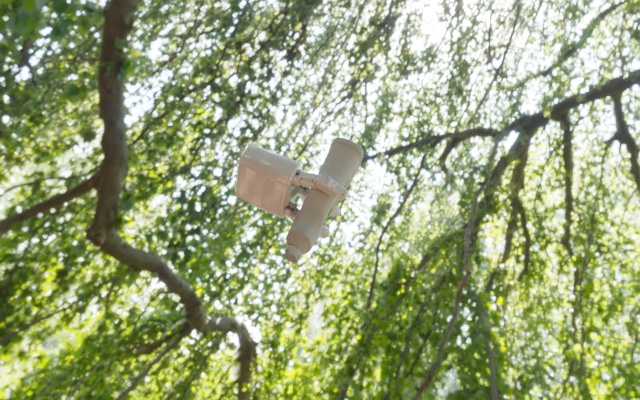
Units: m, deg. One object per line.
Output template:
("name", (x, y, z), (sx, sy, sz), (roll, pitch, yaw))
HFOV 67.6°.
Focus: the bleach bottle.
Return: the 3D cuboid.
("bleach bottle", (0.000, 0.003, 0.887), (0.068, 0.250, 0.103), (24, -33, 7))
